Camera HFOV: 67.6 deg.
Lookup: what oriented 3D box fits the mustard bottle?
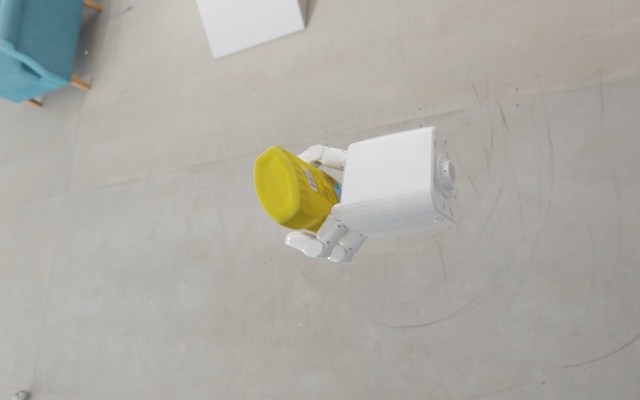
[{"bbox_3d":[0.000,0.002,0.602,0.058,0.096,0.192,-36,-30,20],"label":"mustard bottle"}]
